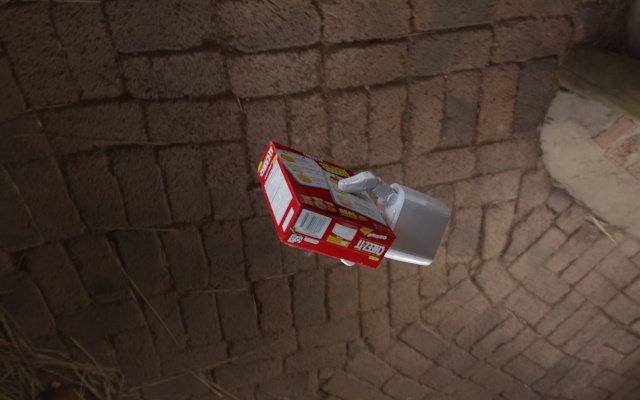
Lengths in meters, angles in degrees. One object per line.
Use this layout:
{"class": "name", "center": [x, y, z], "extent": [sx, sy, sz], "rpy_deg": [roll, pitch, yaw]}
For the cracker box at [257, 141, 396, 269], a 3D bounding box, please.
{"class": "cracker box", "center": [0.000, 0.002, 0.745], "extent": [0.164, 0.072, 0.213], "rpy_deg": [18, 23, -26]}
